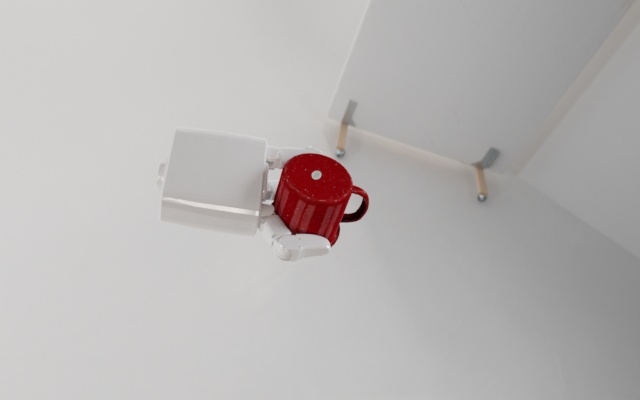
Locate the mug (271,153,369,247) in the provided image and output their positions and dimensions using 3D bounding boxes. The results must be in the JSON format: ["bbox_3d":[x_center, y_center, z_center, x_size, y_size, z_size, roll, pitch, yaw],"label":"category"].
[{"bbox_3d":[0.002,0.002,0.551,0.117,0.093,0.082,7,-45,-13],"label":"mug"}]
